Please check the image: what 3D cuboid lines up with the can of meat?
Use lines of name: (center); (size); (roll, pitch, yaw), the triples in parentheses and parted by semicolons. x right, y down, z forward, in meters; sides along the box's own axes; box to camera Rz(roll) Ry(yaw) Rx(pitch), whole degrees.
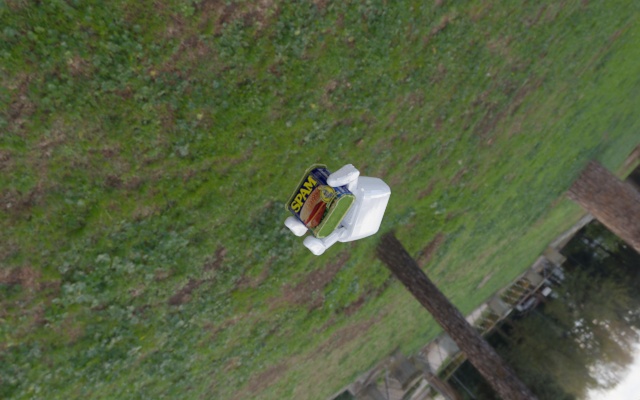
can of meat: (0.000, 0.003, 0.816); (0.084, 0.102, 0.057); (44, 25, 26)
